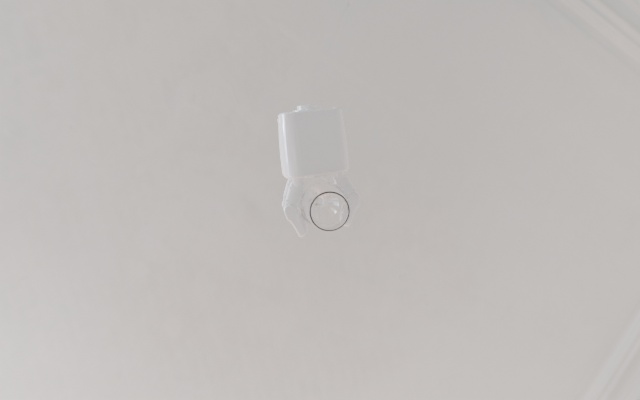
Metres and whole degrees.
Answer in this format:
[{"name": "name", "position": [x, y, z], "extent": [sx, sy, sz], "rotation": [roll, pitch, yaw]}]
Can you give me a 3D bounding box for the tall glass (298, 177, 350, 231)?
[{"name": "tall glass", "position": [0.000, 0.003, 0.822], "extent": [0.079, 0.079, 0.201], "rotation": [0, 8, -8]}]
